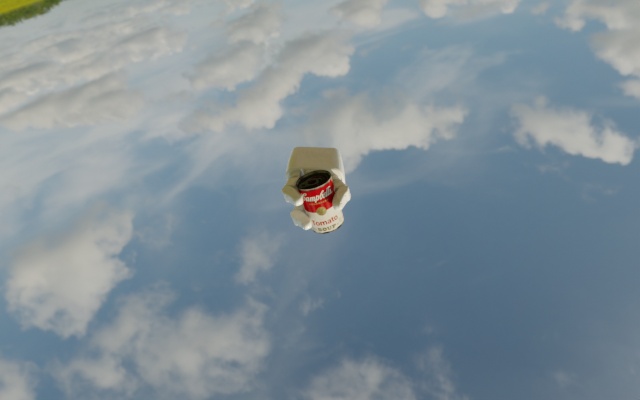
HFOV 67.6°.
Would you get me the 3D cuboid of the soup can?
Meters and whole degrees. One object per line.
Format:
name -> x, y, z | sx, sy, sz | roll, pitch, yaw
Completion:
soup can -> 0.000, 0.003, 0.898 | 0.068, 0.102, 0.068 | -13, 31, 8
